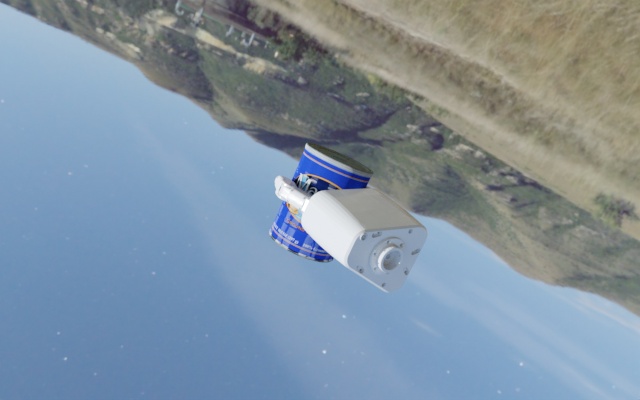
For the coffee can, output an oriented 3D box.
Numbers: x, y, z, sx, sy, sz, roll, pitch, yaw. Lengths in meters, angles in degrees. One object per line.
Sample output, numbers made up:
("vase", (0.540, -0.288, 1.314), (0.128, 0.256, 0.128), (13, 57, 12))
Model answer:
("coffee can", (0.000, 0.002, 0.681), (0.103, 0.140, 0.102), (23, 12, -5))
